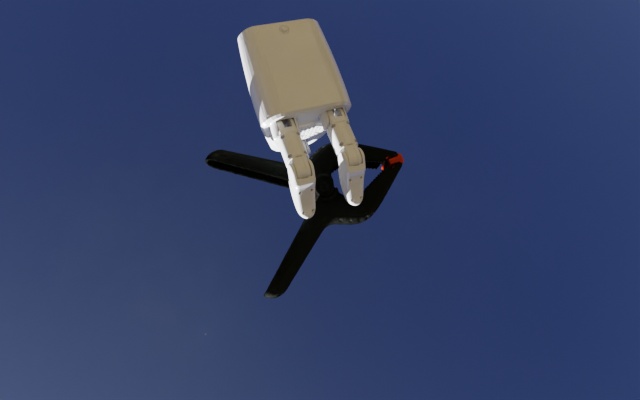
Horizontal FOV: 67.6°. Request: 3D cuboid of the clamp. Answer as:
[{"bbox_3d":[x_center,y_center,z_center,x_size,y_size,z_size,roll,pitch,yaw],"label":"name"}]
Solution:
[{"bbox_3d":[0.000,0.002,0.514,0.210,0.164,0.036,-15,-11,-17],"label":"clamp"}]
